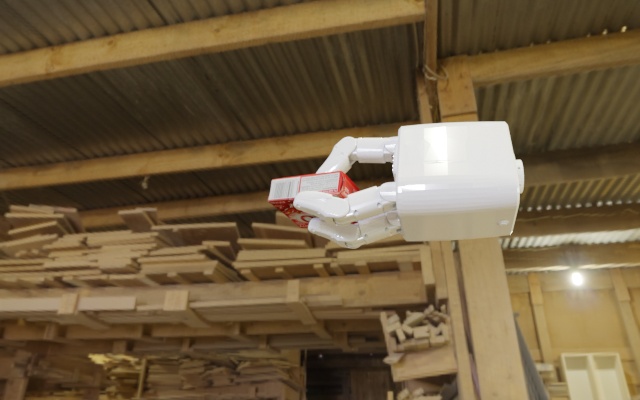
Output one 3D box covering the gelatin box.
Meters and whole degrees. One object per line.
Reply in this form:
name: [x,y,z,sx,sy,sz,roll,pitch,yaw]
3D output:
gelatin box: [0.000,0.001,0.515,0.089,0.030,0.073,-5,-28,28]
